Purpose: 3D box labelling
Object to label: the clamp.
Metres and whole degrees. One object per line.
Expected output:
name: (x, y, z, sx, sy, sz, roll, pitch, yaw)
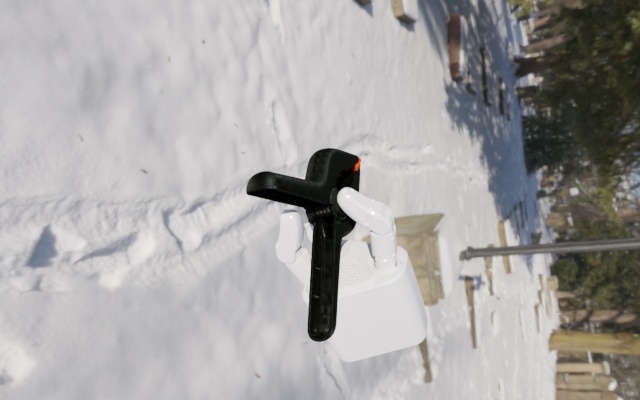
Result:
clamp: (0.001, 0.001, 0.458, 0.036, 0.165, 0.209, -7, 34, 24)
